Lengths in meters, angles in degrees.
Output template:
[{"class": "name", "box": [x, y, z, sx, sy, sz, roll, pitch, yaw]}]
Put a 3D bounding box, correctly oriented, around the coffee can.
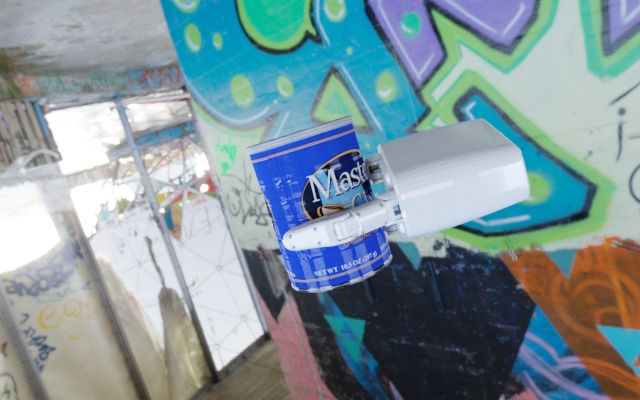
[{"class": "coffee can", "box": [0.000, 0.001, 0.454, 0.103, 0.140, 0.103, -17, 9, 3]}]
